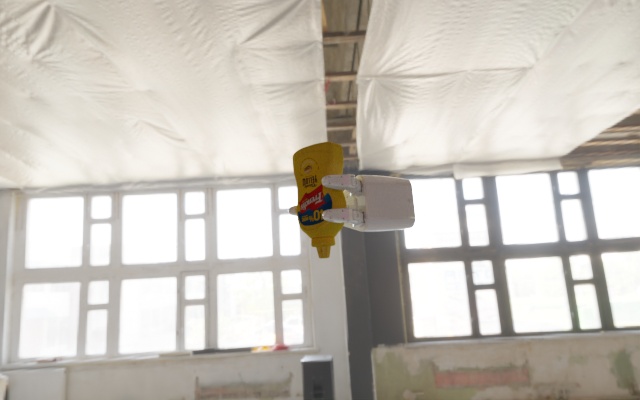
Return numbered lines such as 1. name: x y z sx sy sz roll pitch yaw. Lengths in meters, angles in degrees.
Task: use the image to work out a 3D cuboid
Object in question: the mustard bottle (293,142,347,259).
1. mustard bottle: 0.000 0.002 0.816 0.096 0.191 0.058 -13 -13 39
